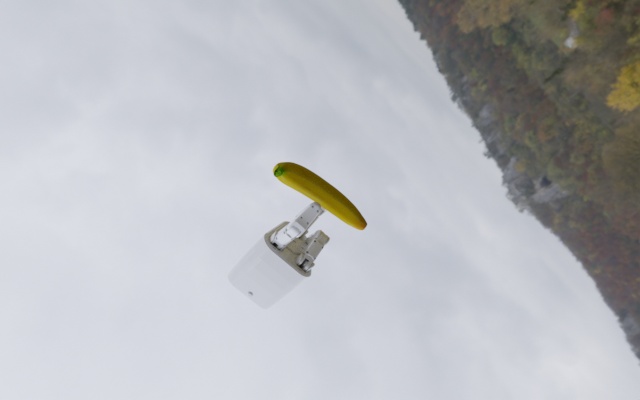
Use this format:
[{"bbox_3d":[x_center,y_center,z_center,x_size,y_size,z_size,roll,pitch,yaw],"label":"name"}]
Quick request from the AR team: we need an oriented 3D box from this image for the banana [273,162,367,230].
[{"bbox_3d":[-0.006,-0.011,0.735,0.198,0.069,0.037,30,-62,-35],"label":"banana"}]
